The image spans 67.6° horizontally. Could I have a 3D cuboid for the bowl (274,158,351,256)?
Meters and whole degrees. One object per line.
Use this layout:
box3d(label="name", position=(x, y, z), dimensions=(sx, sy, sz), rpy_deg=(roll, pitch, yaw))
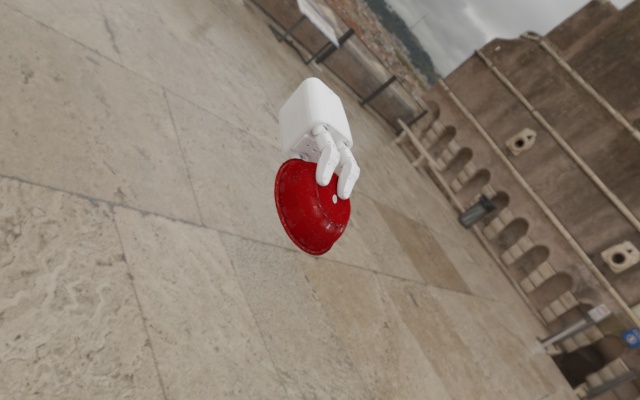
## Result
box3d(label="bowl", position=(0.001, 0.004, 0.750), dimensions=(0.055, 0.162, 0.162), rpy_deg=(-18, -10, 33))
